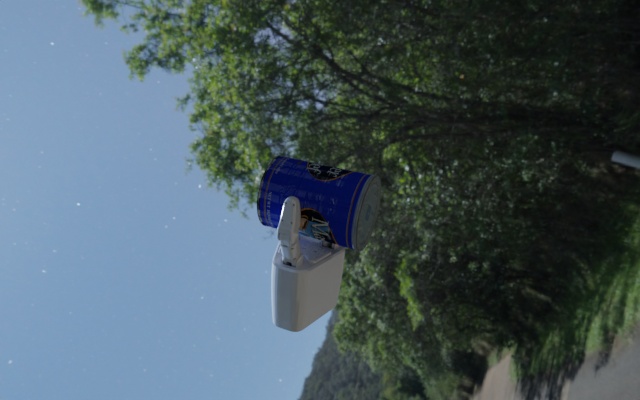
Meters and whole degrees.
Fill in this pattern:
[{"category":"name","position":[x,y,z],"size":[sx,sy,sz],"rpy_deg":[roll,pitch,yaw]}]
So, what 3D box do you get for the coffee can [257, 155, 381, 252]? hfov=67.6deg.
[{"category":"coffee can","position":[0.000,0.002,0.646],"size":[0.140,0.103,0.103],"rpy_deg":[14,4,19]}]
